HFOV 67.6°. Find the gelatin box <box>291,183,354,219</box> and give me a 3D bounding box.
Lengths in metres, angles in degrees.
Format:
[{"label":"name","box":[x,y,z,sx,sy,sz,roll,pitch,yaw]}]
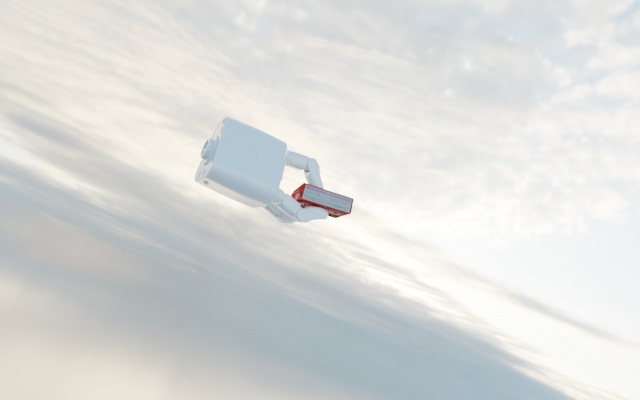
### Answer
[{"label":"gelatin box","box":[0.001,0.002,0.784,0.089,0.030,0.073,17,-12,-14]}]
